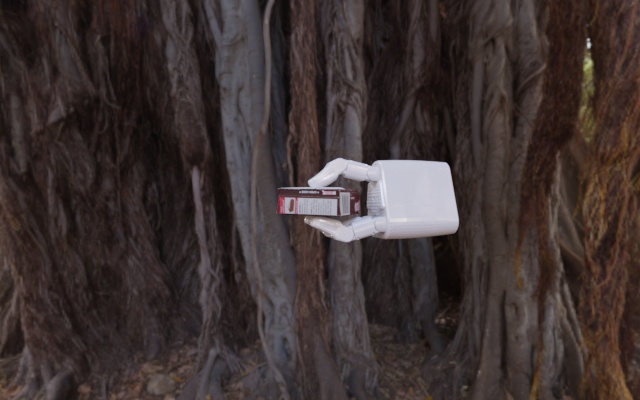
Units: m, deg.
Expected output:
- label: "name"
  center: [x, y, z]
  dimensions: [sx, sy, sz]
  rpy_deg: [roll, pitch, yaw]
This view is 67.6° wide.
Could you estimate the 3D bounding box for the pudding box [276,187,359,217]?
- label: "pudding box"
  center: [0.000, 0.002, 0.669]
  dimensions: [0.090, 0.039, 0.113]
  rpy_deg: [1, -1, 17]
